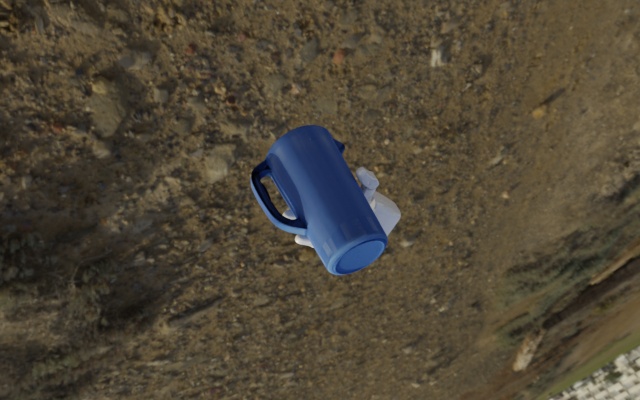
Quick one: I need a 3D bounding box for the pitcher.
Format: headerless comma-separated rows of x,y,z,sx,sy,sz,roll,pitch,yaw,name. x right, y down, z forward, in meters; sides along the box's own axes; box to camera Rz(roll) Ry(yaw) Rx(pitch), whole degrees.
0.000,0.003,0.800,0.149,0.242,0.145,-41,-33,18,pitcher
